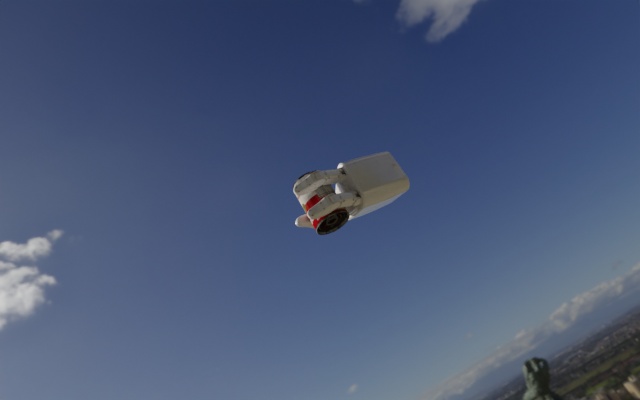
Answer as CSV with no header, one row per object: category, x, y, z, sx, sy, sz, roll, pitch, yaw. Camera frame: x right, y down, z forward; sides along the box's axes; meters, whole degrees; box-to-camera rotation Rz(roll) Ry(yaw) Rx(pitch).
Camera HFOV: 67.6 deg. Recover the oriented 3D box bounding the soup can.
soup can,0.000,0.003,0.879,0.068,0.102,0.068,-24,-28,-13
